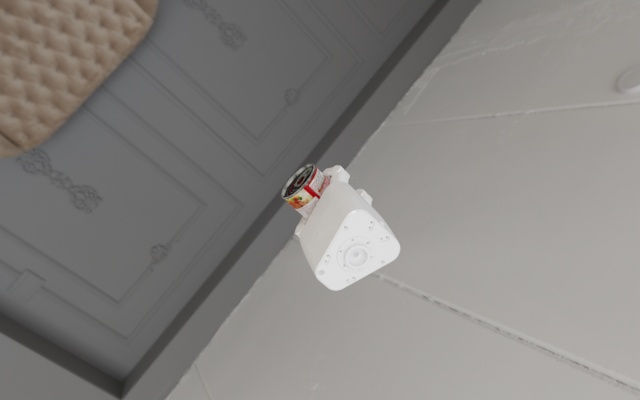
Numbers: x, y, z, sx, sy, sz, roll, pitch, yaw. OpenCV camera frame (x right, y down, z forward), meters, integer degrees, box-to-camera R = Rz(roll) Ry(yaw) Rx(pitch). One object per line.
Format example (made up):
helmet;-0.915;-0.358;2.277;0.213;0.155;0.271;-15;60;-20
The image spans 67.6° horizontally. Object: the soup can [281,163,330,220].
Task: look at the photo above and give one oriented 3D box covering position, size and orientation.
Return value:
soup can;0.000;0.002;0.722;0.102;0.068;0.068;43;-19;-22
